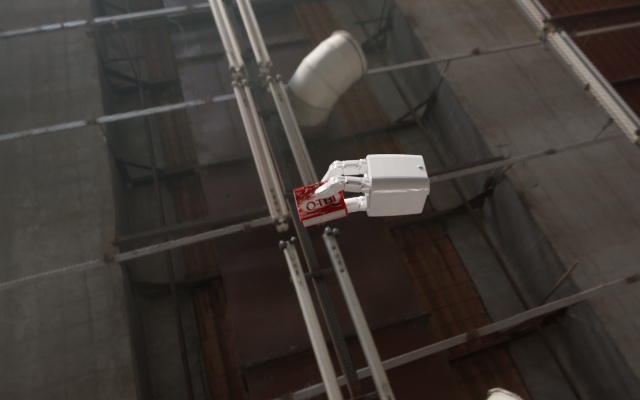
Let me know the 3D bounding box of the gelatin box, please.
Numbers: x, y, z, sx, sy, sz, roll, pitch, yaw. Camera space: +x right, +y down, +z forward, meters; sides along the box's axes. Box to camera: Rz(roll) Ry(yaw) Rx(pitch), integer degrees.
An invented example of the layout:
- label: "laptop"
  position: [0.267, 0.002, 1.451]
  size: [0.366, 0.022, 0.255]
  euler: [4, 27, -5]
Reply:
- label: "gelatin box"
  position: [0.000, 0.003, 0.893]
  size: [0.089, 0.073, 0.030]
  euler: [-15, -33, 0]
